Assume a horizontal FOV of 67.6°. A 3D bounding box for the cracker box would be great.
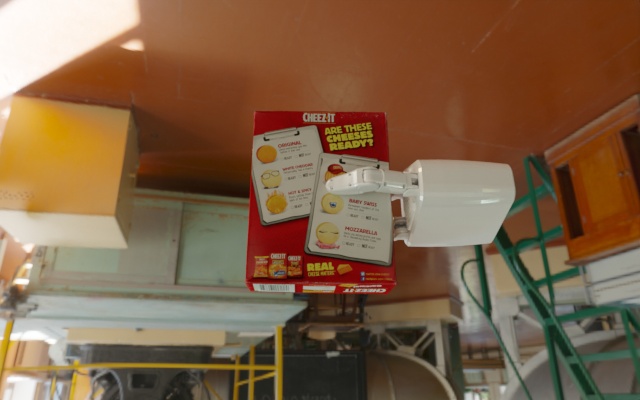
[{"bbox_3d":[0.000,0.002,0.570,0.164,0.213,0.072,0,-22,-2],"label":"cracker box"}]
